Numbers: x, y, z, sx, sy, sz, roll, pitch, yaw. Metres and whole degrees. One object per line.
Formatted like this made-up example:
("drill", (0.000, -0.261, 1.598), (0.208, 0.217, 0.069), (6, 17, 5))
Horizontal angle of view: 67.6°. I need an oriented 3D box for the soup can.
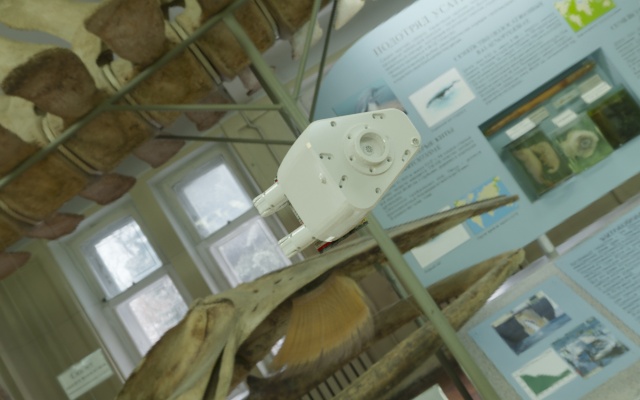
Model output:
("soup can", (0.000, 0.002, 0.552), (0.068, 0.102, 0.068), (-33, -6, -4))
